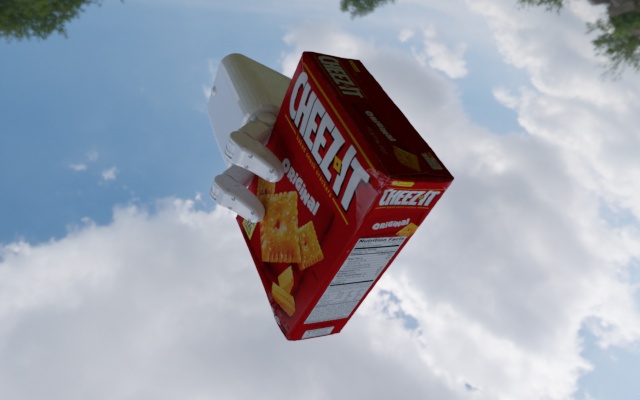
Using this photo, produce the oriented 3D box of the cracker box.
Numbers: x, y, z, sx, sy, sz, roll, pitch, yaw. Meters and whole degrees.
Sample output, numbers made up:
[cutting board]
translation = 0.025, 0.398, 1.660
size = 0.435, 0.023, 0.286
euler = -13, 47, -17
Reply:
[cracker box]
translation = 0.000, 0.002, 0.440
size = 0.072, 0.164, 0.214
euler = -2, -44, -33
